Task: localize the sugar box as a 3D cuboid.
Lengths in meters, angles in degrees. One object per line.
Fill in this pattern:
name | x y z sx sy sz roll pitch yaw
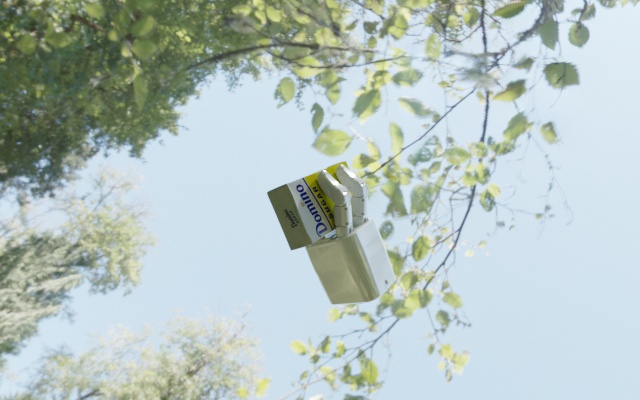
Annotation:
sugar box | 0.001 0.002 0.729 0.048 0.093 0.176 -21 4 32
